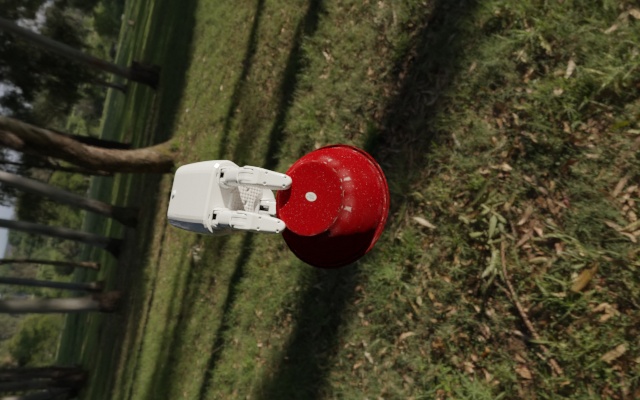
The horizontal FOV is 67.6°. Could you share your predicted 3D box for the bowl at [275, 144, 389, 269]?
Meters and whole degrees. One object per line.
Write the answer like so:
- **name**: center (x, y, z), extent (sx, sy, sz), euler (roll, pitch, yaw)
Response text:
- **bowl**: center (0.001, 0.002, 0.587), extent (0.162, 0.162, 0.055), euler (0, -10, 30)
